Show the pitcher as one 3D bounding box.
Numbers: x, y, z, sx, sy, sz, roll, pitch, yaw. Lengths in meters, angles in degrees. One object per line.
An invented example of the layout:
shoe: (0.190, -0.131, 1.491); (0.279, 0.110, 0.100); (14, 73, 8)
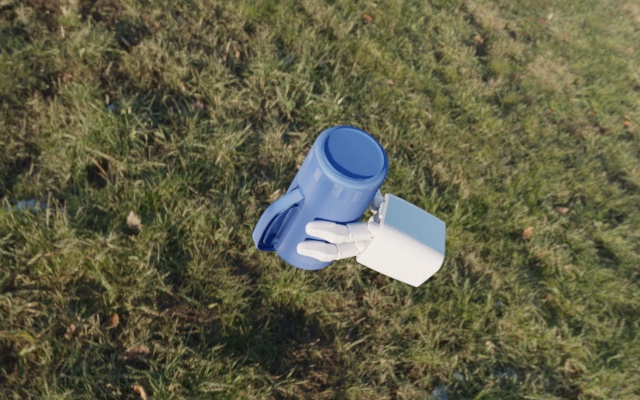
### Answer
pitcher: (0.000, 0.002, 0.730); (0.145, 0.149, 0.243); (26, -37, -2)
